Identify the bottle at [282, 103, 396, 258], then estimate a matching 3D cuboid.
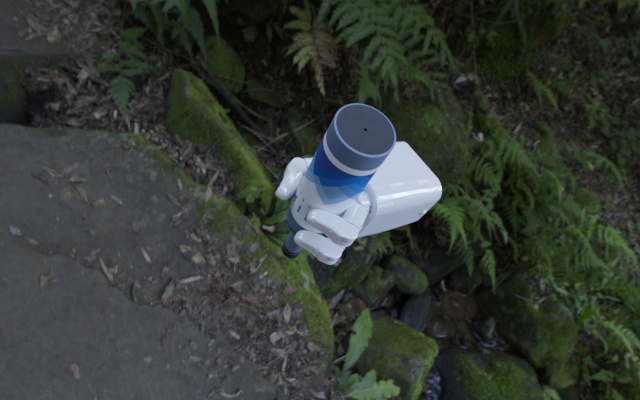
[{"bbox_3d":[0.000,0.002,0.590,0.069,0.069,0.296,0,-29,-20],"label":"bottle"}]
